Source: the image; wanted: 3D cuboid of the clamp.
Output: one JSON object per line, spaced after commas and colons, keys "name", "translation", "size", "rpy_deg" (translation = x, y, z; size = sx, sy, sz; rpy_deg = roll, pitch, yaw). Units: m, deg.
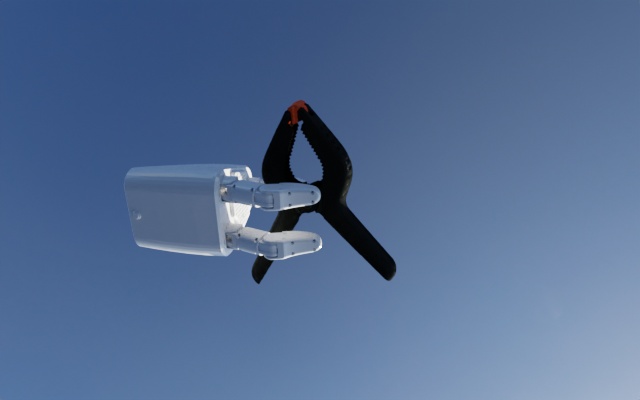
{"name": "clamp", "translation": [0.000, 0.001, 0.505], "size": [0.164, 0.210, 0.036], "rpy_deg": [2, 23, 9]}
